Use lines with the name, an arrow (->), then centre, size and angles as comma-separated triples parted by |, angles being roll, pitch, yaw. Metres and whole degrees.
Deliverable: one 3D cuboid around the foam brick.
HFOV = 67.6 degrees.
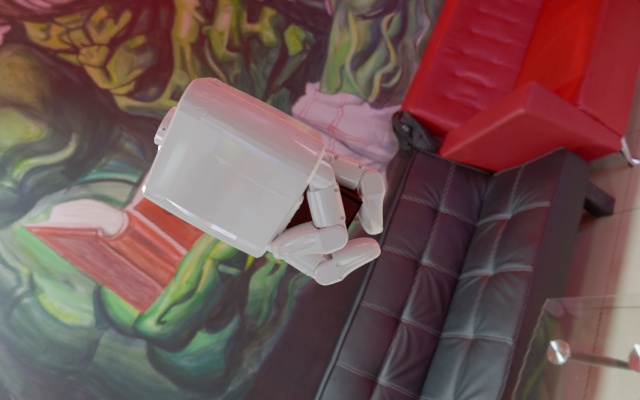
foam brick -> 0.000, 0.001, 0.435 | 0.051, 0.053, 0.078 | 27, 12, -10
